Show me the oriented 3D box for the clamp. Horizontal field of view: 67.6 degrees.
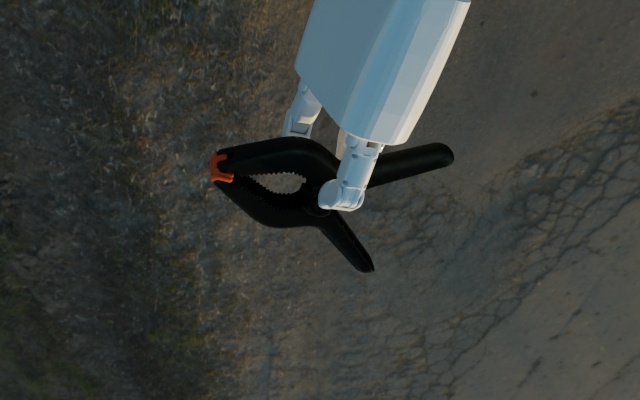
[{"bbox_3d":[0.000,0.002,0.443,0.210,0.165,0.036,8,36,-19],"label":"clamp"}]
